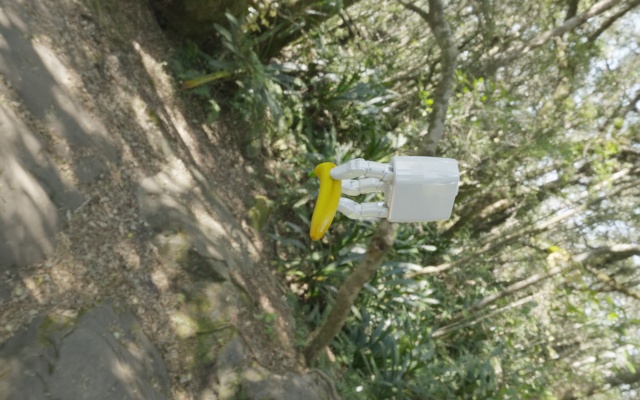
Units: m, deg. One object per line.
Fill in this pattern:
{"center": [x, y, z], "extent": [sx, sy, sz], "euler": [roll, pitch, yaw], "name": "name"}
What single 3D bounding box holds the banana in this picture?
{"center": [0.009, -0.013, 0.797], "extent": [0.037, 0.070, 0.197], "euler": [25, 30, -16], "name": "banana"}
